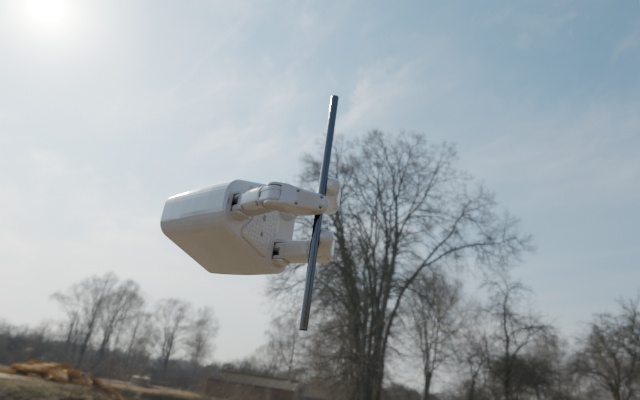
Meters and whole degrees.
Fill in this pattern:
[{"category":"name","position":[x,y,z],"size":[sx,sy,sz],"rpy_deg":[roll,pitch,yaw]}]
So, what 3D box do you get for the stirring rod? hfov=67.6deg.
[{"category":"stirring rod","position":[0.000,0.002,0.457],"size":[0.011,0.239,0.011],"rpy_deg":[7,-22,3]}]
